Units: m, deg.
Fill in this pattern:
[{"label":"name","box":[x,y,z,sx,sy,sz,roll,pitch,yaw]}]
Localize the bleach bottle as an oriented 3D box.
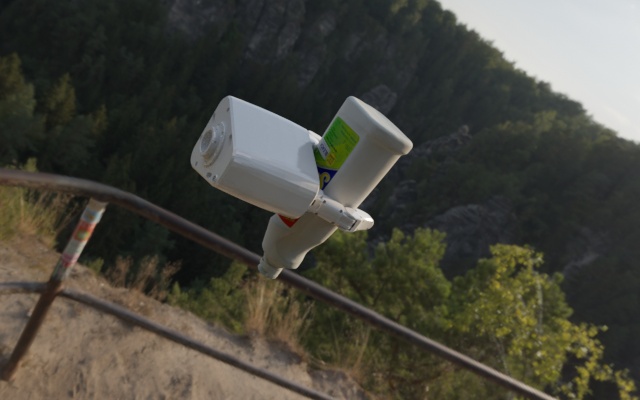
[{"label":"bleach bottle","box":[0.000,0.002,0.588,0.068,0.251,0.102,22,23,-34]}]
